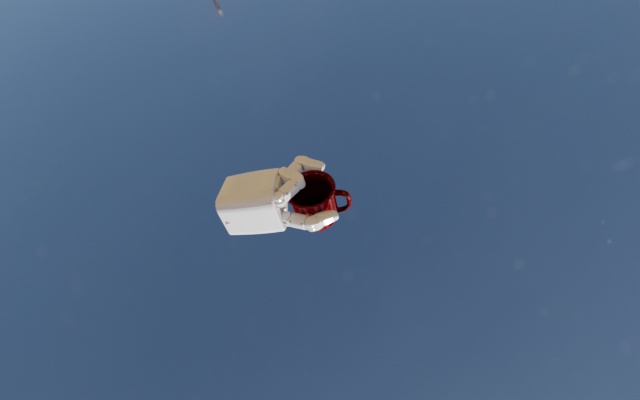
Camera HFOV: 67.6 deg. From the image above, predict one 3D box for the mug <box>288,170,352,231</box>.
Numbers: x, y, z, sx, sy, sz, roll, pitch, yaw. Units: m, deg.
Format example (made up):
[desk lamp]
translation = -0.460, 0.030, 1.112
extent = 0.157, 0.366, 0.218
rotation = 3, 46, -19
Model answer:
[mug]
translation = 0.002, 0.003, 0.892
extent = 0.117, 0.093, 0.082
rotation = -5, -41, 9
